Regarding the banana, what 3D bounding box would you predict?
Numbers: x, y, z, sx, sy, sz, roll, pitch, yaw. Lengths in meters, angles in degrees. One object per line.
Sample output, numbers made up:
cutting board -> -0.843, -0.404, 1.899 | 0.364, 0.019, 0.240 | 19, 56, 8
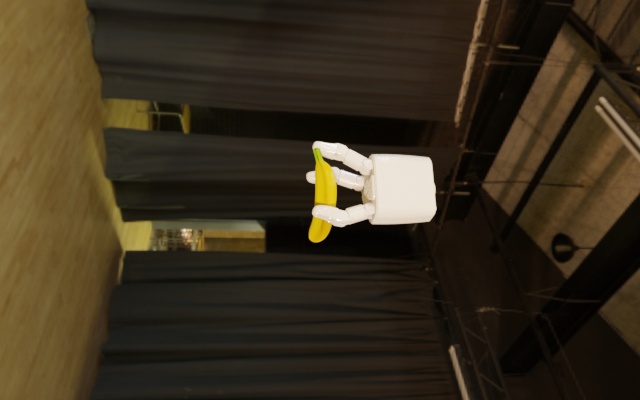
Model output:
banana -> 0.003, 0.011, 0.833 | 0.037, 0.198, 0.069 | -2, 36, -10
